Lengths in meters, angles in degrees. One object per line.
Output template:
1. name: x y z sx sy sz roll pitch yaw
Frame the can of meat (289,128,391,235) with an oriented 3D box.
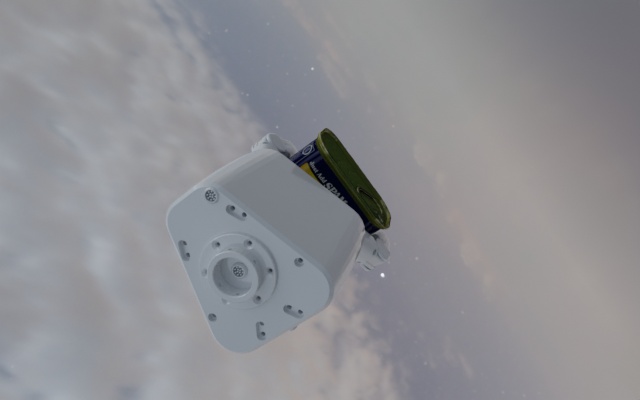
1. can of meat: 0.000 0.001 0.431 0.084 0.102 0.057 -34 9 19
